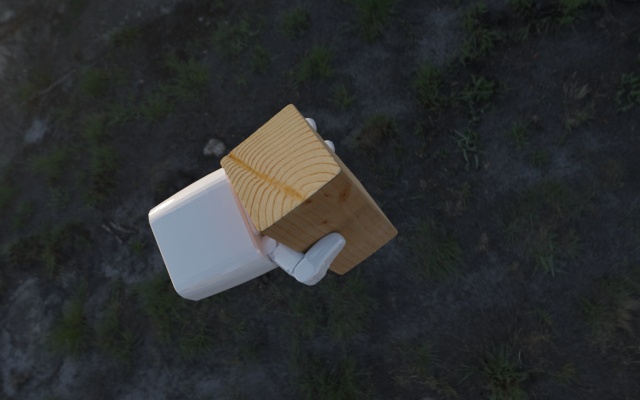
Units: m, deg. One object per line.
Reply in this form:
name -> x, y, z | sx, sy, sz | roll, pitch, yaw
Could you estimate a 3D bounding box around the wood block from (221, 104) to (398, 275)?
wood block -> 0.000, 0.002, 0.507 | 0.090, 0.090, 0.206 | -37, -28, 7
